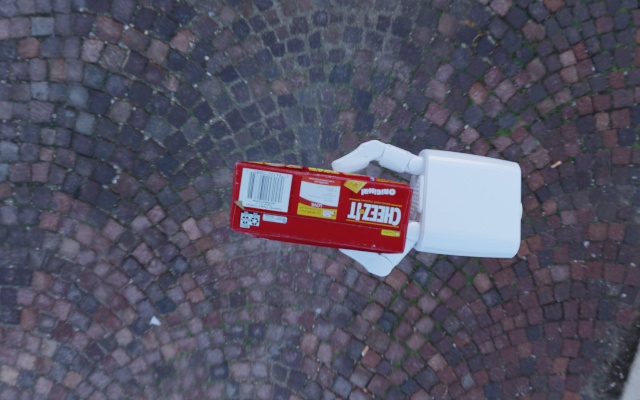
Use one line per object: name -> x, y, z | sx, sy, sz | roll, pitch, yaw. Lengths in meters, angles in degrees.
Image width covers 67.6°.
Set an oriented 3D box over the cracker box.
cracker box -> 0.000, 0.002, 0.532 | 0.164, 0.072, 0.213 | 8, 3, 0
